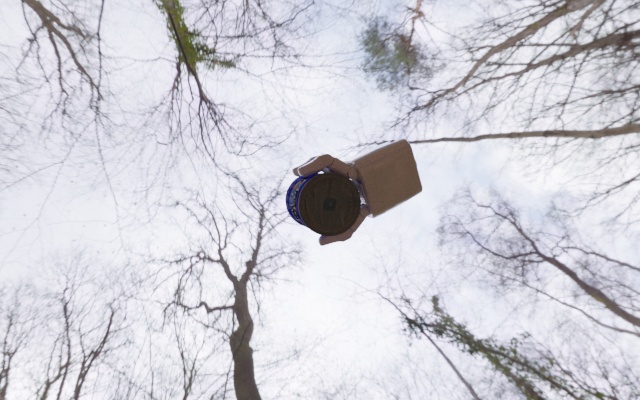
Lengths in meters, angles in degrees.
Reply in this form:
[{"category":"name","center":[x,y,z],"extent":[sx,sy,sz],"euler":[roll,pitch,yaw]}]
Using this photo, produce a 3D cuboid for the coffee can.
[{"category":"coffee can","center":[0.000,0.003,0.826],"extent":[0.103,0.103,0.140],"euler":[0,3,-13]}]
